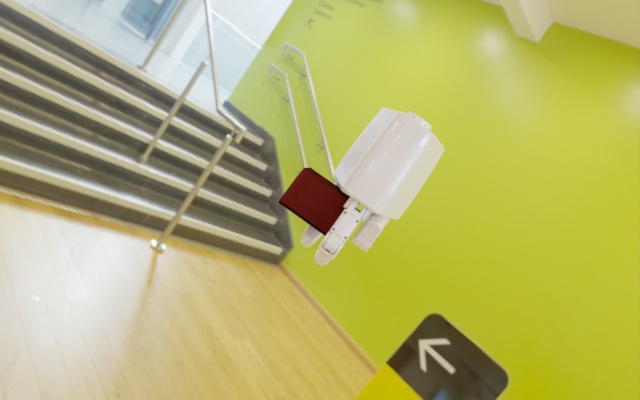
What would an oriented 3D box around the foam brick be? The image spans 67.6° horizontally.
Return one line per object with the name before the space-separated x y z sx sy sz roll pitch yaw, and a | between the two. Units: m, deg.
foam brick | 0.000 0.002 0.571 0.078 0.051 0.053 35 9 4
